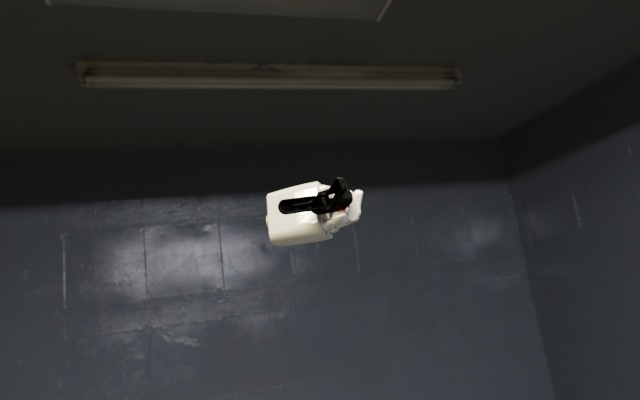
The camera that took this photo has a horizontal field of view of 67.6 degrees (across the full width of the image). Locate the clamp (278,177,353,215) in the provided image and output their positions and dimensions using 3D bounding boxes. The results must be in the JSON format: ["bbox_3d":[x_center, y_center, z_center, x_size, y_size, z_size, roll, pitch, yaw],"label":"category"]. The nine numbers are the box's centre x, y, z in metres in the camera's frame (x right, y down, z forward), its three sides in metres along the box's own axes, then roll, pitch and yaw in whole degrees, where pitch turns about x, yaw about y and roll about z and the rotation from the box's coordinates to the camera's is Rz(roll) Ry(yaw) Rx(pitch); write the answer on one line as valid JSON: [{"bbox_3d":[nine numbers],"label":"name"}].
[{"bbox_3d":[0.000,0.002,0.821,0.120,0.039,0.171,-14,-13,10],"label":"clamp"}]
